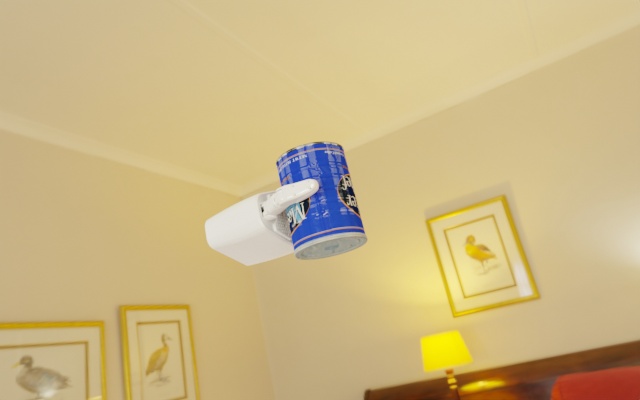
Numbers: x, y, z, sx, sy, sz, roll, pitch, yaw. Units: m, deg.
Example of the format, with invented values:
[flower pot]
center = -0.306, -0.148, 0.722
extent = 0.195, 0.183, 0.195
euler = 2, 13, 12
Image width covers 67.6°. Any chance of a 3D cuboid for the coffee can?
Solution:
[coffee can]
center = 0.000, 0.002, 0.675
extent = 0.103, 0.140, 0.103
euler = -12, -18, -4
